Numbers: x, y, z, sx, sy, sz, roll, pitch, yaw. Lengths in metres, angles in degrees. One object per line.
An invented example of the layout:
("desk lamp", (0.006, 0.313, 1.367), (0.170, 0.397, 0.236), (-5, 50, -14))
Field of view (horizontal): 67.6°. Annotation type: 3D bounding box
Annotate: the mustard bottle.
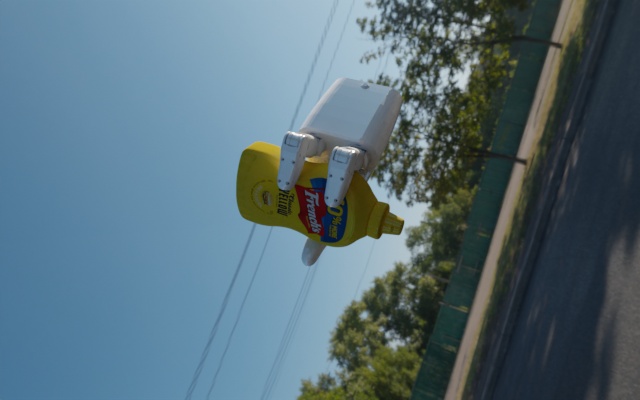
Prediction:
("mustard bottle", (0.000, 0.002, 0.536), (0.191, 0.096, 0.058), (17, 30, 17))
